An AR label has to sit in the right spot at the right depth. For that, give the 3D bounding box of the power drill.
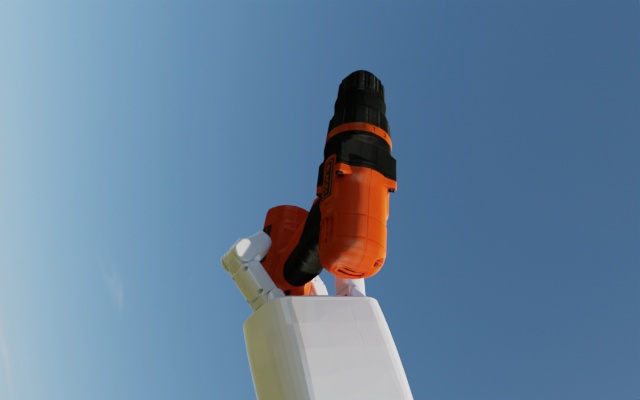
[{"bbox_3d":[0.000,0.002,0.419,0.057,0.184,0.188,18,-34,-15],"label":"power drill"}]
